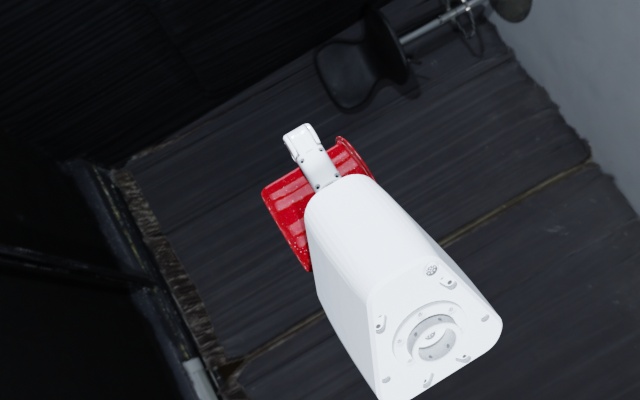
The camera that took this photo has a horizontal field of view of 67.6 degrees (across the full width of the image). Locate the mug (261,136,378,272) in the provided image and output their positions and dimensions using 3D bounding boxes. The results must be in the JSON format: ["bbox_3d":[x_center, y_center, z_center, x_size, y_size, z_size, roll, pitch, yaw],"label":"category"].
[{"bbox_3d":[-0.001,0.001,0.412,0.081,0.093,0.117,-31,32,-4],"label":"mug"}]
